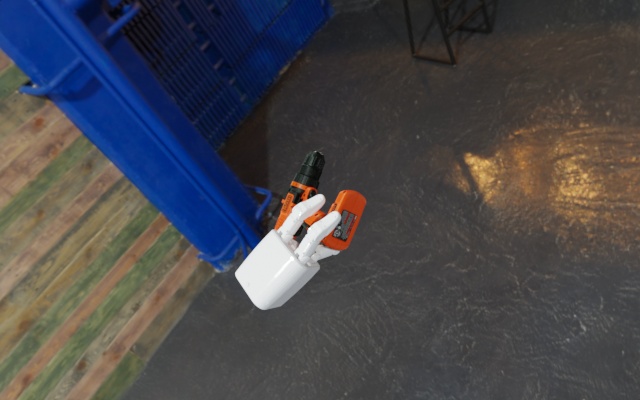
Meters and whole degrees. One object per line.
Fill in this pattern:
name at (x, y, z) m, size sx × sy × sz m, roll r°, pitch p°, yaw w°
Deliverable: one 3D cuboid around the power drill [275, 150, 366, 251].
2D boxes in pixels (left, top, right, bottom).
power drill at (0.000, 0.003, 0.879) m, size 0.057 × 0.184 × 0.187 m, roll 22°, pitch -1°, yaw -35°
